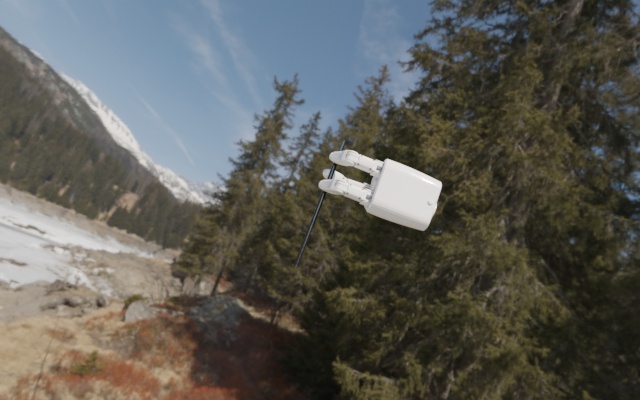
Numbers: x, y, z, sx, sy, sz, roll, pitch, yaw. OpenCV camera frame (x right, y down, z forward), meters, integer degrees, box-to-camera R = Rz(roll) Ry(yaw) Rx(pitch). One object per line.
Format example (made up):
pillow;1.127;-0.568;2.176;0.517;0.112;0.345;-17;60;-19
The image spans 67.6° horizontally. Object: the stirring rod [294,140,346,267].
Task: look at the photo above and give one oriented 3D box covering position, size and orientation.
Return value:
stirring rod;0.000;0.003;0.841;0.011;0.239;0.011;20;-11;4
